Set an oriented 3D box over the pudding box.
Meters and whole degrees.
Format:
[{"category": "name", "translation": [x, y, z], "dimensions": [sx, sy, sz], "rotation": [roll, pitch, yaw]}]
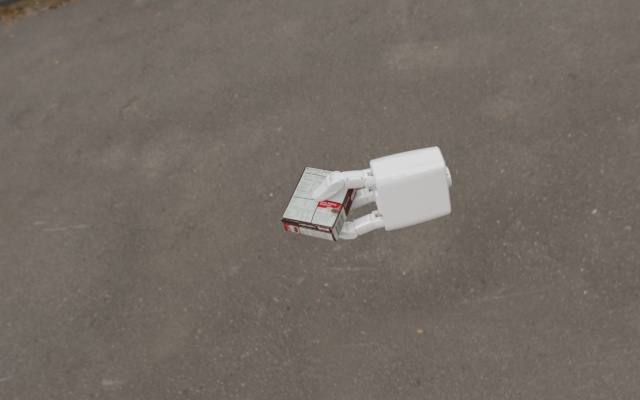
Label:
[{"category": "pudding box", "translation": [0.000, 0.002, 0.761], "dimensions": [0.090, 0.113, 0.039], "rotation": [10, -35, 22]}]
